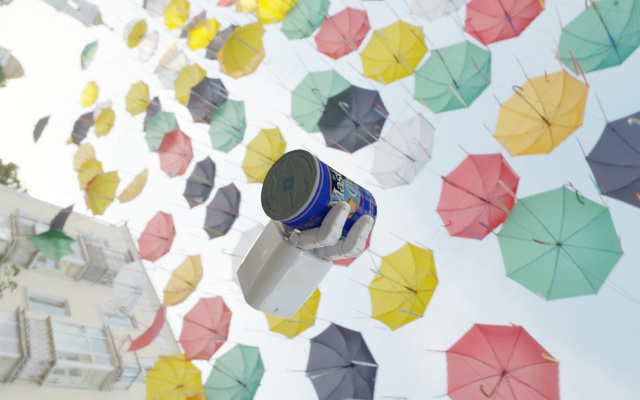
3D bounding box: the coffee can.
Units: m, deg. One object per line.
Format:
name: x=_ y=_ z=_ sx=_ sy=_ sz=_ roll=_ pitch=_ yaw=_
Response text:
coffee can: x=0.000 y=0.002 z=0.679 sx=0.103 sy=0.102 sz=0.140 roll=0 pitch=-21 yaw=43
